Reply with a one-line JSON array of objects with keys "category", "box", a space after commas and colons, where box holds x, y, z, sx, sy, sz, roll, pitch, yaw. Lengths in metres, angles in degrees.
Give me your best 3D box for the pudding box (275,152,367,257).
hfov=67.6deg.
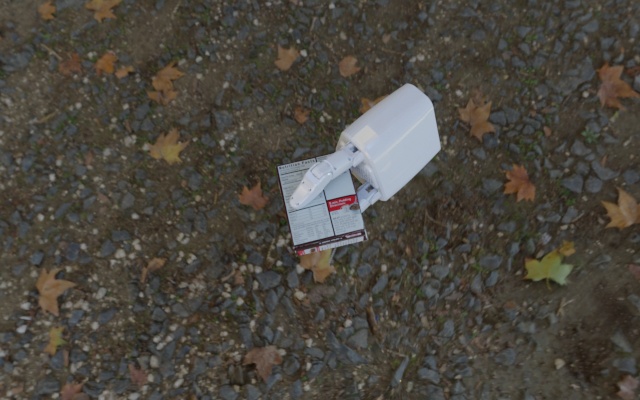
[{"category": "pudding box", "box": [0.000, 0.002, 0.578, 0.090, 0.113, 0.039, -14, -24, 1]}]
